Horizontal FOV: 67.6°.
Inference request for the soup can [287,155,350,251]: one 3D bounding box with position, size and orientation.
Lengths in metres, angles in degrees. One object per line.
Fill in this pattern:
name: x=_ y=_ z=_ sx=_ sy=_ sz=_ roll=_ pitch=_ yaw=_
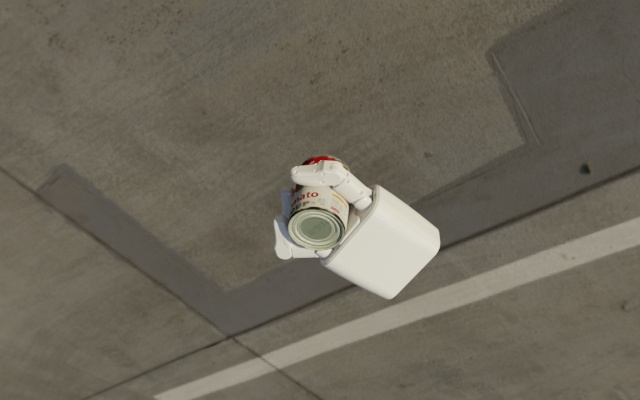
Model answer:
soup can: x=0.000 y=0.002 z=0.573 sx=0.068 sy=0.069 sz=0.102 roll=0 pitch=40 yaw=8
